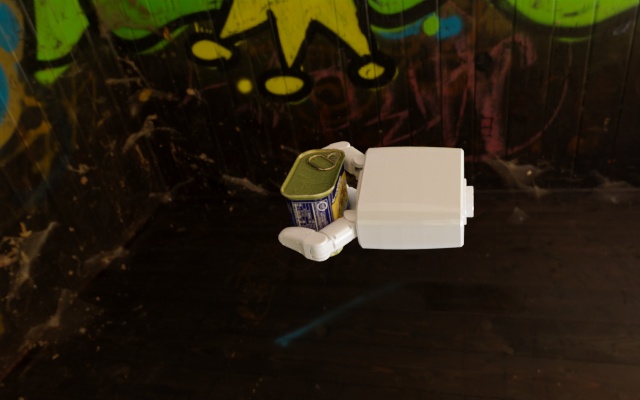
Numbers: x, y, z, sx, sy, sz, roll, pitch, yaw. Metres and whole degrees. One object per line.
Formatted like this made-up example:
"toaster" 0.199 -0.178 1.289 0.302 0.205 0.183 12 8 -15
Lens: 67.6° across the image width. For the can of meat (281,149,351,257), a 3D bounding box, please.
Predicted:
"can of meat" 0.000 0.002 0.540 0.057 0.084 0.102 -1 33 16
